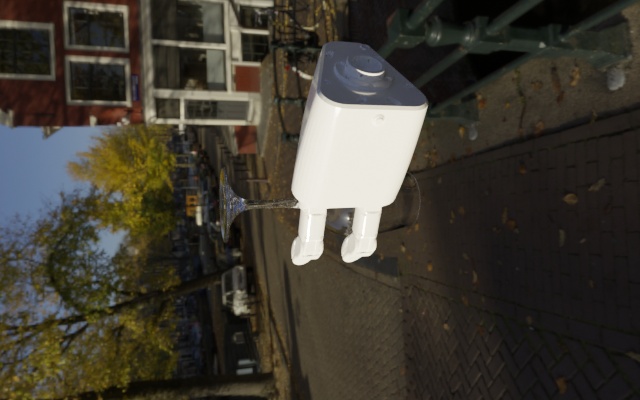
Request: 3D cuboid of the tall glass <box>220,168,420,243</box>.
[{"bbox_3d":[-0.001,0.002,0.497,0.201,0.079,0.079,-2,0,-17],"label":"tall glass"}]
